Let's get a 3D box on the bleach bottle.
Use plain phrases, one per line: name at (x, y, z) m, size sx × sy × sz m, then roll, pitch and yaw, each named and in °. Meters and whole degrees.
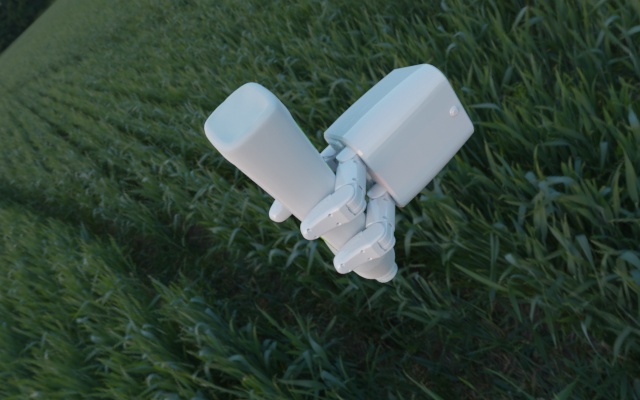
bleach bottle at (0.000, 0.002, 0.475) m, size 0.251 × 0.068 × 0.102 m, roll 47°, pitch -1°, yaw -35°
